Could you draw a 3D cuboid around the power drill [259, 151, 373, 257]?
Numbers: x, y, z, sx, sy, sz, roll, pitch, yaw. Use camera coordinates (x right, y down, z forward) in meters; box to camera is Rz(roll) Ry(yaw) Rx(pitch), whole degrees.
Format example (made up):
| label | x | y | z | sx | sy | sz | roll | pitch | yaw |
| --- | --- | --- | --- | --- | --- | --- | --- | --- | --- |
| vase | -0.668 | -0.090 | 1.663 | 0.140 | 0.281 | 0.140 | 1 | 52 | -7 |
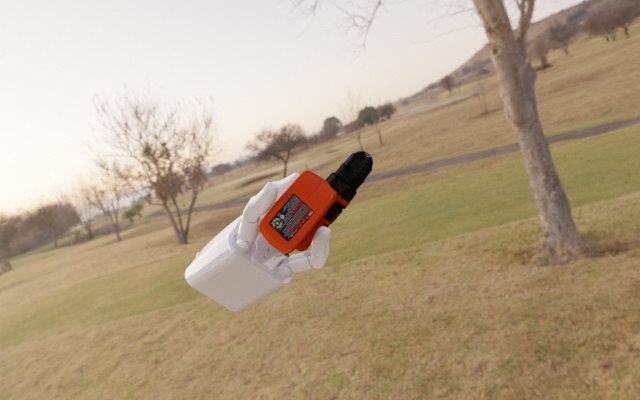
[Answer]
| label | x | y | z | sx | sy | sz | roll | pitch | yaw |
| --- | --- | --- | --- | --- | --- | --- | --- | --- | --- |
| power drill | 0.000 | 0.002 | 0.660 | 0.057 | 0.184 | 0.187 | 40 | 9 | 10 |
